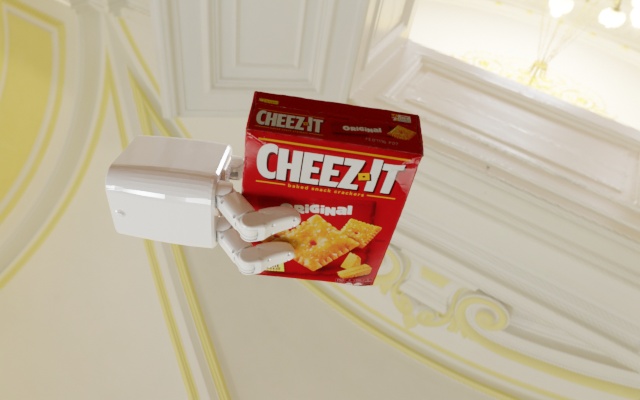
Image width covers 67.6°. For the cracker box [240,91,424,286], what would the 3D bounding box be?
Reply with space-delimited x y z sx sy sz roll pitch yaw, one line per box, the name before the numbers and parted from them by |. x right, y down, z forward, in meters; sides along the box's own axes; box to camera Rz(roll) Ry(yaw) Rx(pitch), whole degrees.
cracker box | 0.000 0.002 0.512 0.164 0.072 0.214 7 -44 -5
